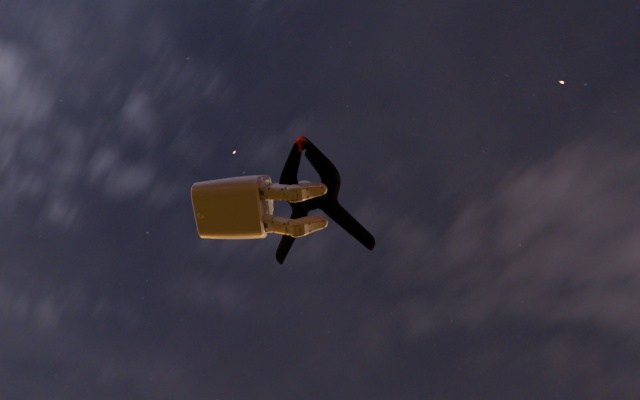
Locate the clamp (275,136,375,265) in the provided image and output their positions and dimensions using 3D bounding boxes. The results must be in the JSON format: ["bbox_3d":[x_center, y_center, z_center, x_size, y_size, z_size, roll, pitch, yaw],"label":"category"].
[{"bbox_3d":[0.000,0.002,0.750,0.164,0.210,0.036,-4,21,4],"label":"clamp"}]
